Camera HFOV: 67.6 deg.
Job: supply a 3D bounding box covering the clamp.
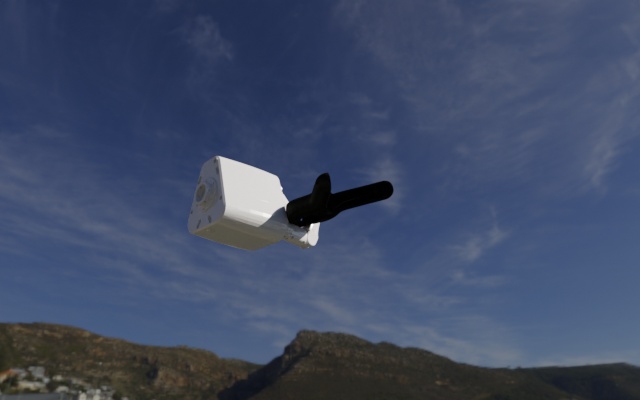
[{"bbox_3d":[0.000,0.002,0.650,0.120,0.039,0.171,17,-32,-42],"label":"clamp"}]
